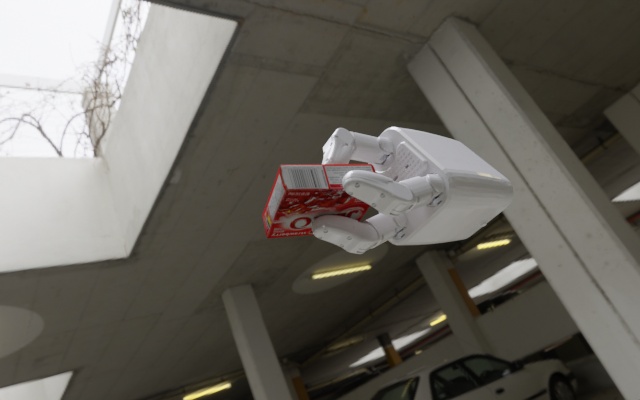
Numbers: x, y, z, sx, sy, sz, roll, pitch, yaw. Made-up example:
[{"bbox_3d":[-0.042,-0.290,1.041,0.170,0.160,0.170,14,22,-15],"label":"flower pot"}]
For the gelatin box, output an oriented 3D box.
[{"bbox_3d":[0.000,0.001,0.422,0.089,0.030,0.073,-2,-34,-23],"label":"gelatin box"}]
